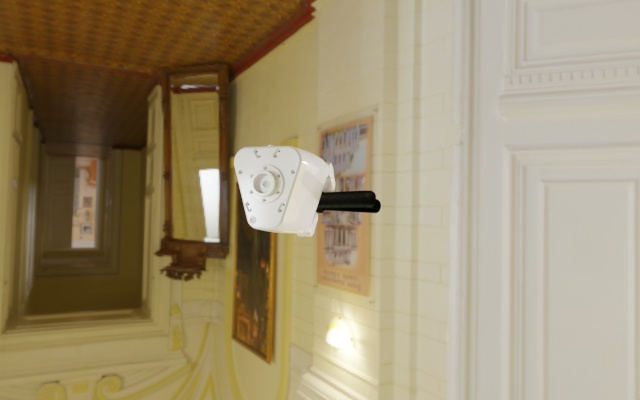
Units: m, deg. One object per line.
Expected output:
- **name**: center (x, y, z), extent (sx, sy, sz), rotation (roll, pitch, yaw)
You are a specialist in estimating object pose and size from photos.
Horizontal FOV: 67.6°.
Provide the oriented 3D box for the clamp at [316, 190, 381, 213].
- **clamp**: center (-0.001, 0.003, 0.783), extent (0.210, 0.036, 0.164), rotation (1, -6, 17)
